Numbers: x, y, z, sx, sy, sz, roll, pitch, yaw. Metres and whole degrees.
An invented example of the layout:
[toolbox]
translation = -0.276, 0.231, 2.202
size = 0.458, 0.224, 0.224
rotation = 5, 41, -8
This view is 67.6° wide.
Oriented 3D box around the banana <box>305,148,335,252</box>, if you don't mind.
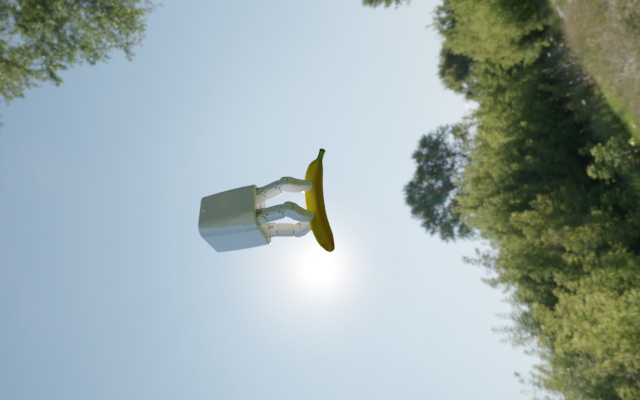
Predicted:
[banana]
translation = -0.005, 0.007, 0.869
size = 0.037, 0.197, 0.070
rotation = -1, -22, -15
